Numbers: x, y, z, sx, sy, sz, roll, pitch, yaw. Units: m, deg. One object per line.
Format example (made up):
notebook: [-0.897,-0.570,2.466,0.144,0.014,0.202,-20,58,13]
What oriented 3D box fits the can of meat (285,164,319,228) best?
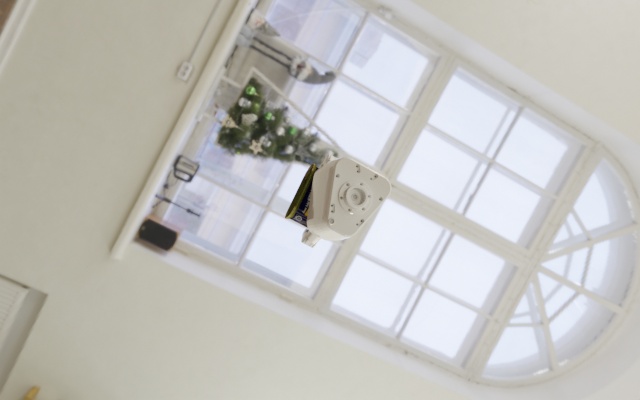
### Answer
can of meat: [0.000,0.003,0.810,0.084,0.102,0.057,27,-15,-10]
